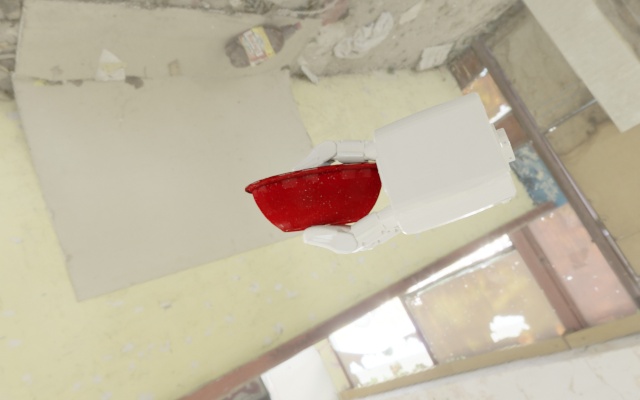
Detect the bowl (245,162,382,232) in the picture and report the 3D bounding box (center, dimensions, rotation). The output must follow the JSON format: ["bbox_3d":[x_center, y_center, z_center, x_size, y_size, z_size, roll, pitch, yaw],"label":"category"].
[{"bbox_3d":[-0.001,0.002,0.529,0.162,0.055,0.162,-8,-5,-1],"label":"bowl"}]
